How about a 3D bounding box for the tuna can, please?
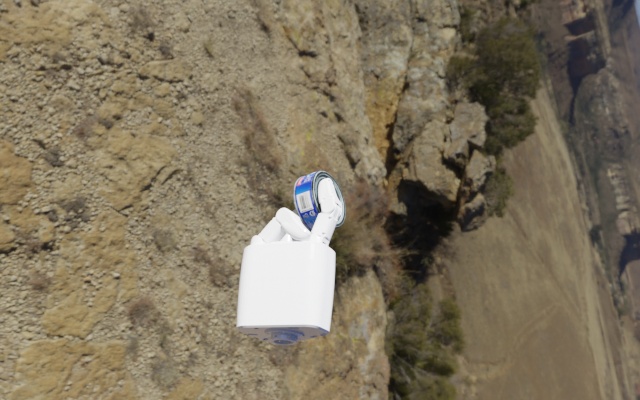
[{"bbox_3d":[0.001,0.002,0.674,0.034,0.086,0.086,-19,-10,29],"label":"tuna can"}]
